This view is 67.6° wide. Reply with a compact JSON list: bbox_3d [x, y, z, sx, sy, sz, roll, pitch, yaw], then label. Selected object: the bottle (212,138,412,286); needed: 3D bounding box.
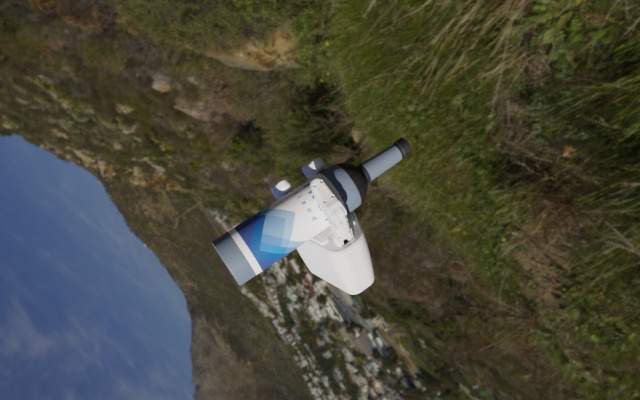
[{"bbox_3d":[0.000,0.002,0.637,0.295,0.069,0.069,-33,8,-13],"label":"bottle"}]
